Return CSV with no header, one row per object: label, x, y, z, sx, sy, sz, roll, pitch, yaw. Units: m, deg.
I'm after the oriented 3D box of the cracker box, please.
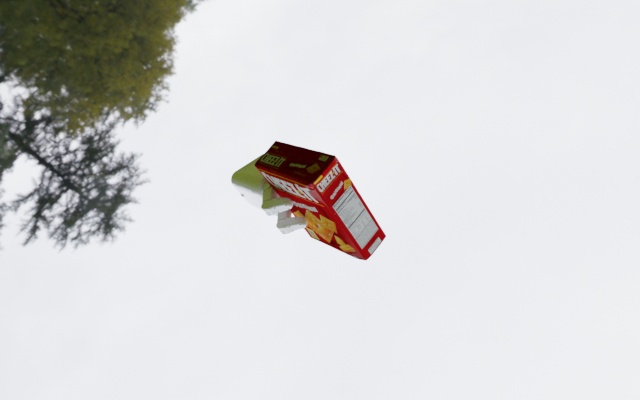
cracker box,0.000,0.003,0.849,0.164,0.072,0.214,20,-26,46
